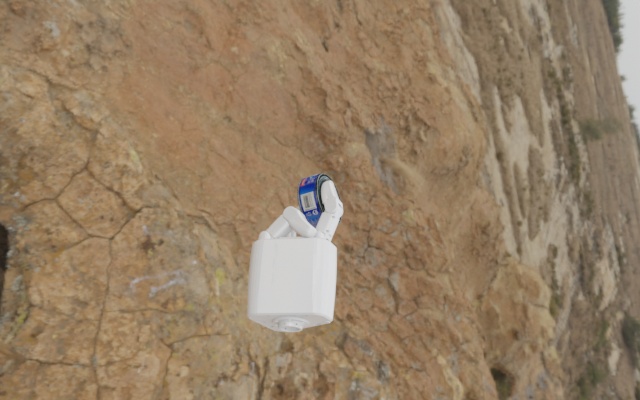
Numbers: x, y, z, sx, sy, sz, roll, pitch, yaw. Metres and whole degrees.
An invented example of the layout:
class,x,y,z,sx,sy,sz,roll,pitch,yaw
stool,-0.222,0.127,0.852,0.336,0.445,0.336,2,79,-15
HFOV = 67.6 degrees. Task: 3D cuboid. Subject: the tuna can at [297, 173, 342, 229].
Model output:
class,x,y,z,sx,sy,sz,roll,pitch,yaw
tuna can,0.001,0.002,0.732,0.034,0.086,0.086,-16,-7,24
